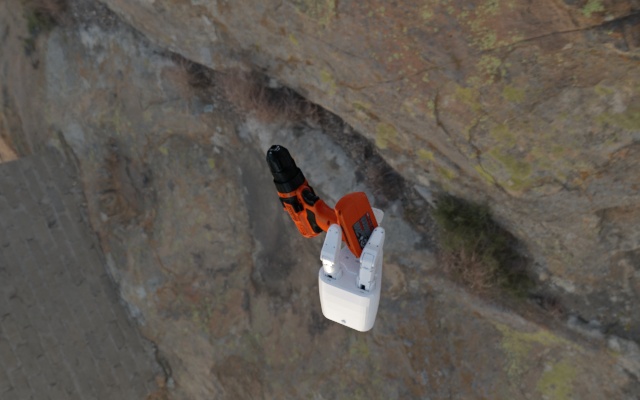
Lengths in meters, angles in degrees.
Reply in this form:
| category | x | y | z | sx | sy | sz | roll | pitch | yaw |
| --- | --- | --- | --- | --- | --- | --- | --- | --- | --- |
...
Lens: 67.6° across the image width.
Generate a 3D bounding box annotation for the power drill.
| category | x | y | z | sx | sy | sz | roll | pitch | yaw |
| --- | --- | --- | --- | --- | --- | --- | --- | --- | --- |
| power drill | 0.000 | 0.003 | 0.752 | 0.057 | 0.184 | 0.187 | -41 | 37 | -21 |
